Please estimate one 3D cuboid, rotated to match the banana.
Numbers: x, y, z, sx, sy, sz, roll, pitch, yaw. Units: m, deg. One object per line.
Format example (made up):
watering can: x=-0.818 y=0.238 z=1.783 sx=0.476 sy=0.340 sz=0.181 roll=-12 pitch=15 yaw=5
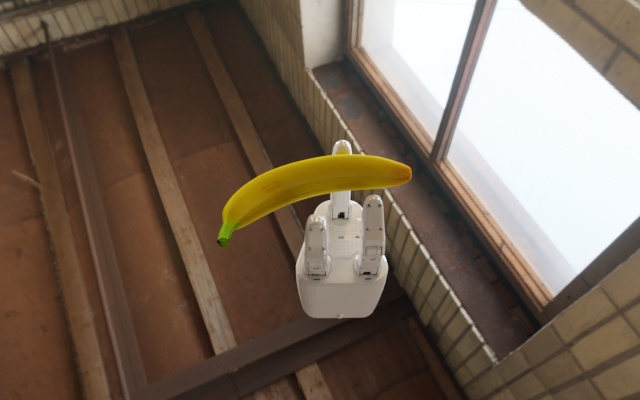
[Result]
banana: x=-0.011 y=-0.011 z=0.459 sx=0.198 sy=0.069 sz=0.037 roll=-21 pitch=-35 yaw=-16
